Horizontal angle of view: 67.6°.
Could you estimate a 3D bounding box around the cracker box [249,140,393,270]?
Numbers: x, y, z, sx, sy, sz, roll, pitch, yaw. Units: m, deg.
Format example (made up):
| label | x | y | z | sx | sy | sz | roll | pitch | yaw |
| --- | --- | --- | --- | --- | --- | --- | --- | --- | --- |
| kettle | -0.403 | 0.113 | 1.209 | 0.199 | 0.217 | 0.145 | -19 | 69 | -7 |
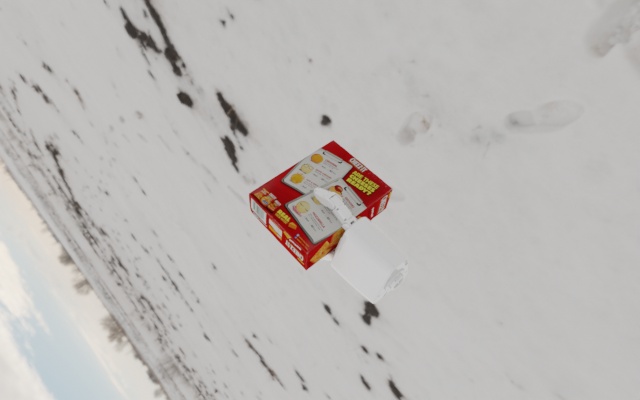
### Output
| label | x | y | z | sx | sy | sz | roll | pitch | yaw |
| --- | --- | --- | --- | --- | --- | --- | --- | --- | --- |
| cracker box | 0.000 | 0.003 | 0.892 | 0.213 | 0.164 | 0.072 | -35 | -26 | -26 |
